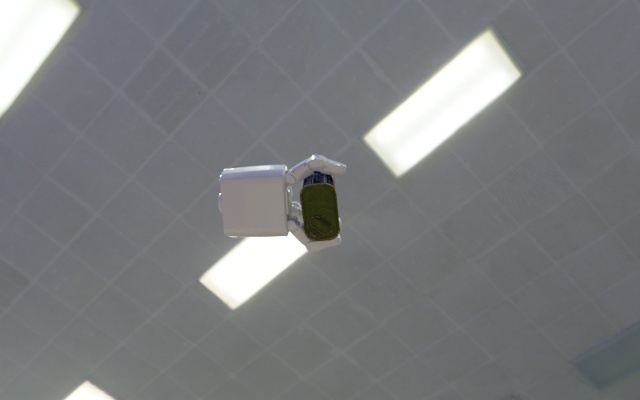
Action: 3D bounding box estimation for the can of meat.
[{"bbox_3d":[0.000,0.002,0.790,0.057,0.102,0.084,-5,26,3],"label":"can of meat"}]
